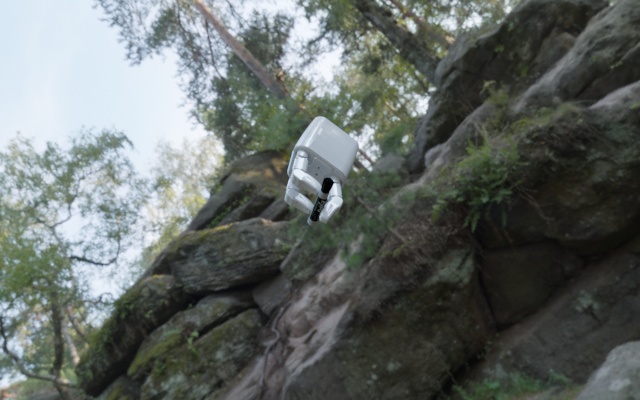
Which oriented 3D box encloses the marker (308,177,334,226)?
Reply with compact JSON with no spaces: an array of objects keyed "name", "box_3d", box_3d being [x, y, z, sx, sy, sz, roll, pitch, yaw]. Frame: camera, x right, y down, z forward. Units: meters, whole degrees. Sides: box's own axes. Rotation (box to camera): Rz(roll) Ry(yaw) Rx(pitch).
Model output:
[{"name":"marker","box_3d":[0.000,0.003,0.827,0.020,0.020,0.121,0,-38,-18]}]
